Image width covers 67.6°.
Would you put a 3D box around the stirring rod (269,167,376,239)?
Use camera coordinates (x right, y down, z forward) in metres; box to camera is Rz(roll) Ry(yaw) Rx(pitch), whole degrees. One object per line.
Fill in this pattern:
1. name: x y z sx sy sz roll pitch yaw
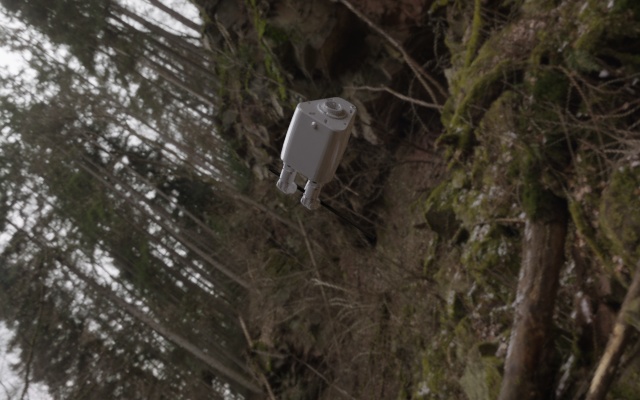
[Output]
1. stirring rod: 0.000 0.003 0.880 0.239 0.011 0.011 33 10 16
